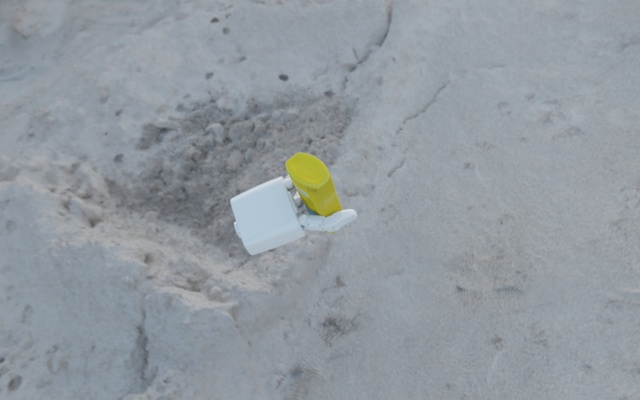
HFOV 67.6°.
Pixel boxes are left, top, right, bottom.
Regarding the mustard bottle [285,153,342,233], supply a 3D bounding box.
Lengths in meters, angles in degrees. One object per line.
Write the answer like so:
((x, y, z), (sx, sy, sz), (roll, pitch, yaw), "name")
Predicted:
((0.000, 0.003, 0.871), (0.096, 0.058, 0.192), (38, -18, 36), "mustard bottle")
